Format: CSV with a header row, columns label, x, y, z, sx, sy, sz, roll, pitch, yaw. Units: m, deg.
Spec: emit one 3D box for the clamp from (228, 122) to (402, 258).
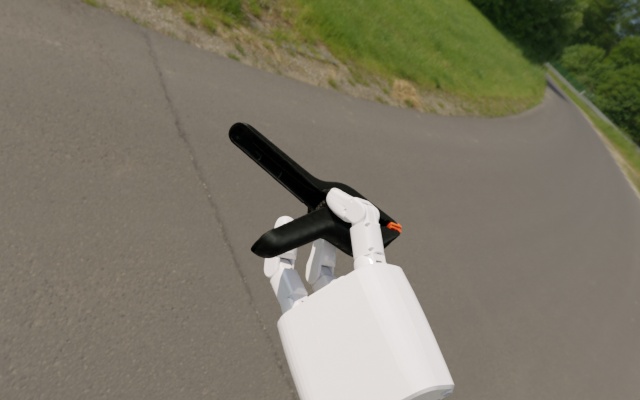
label,x,y,z,sx,sy,sz,roll,pitch,yaw
clamp,0.001,0.001,0.484,0.210,0.164,0.036,16,-52,-41
